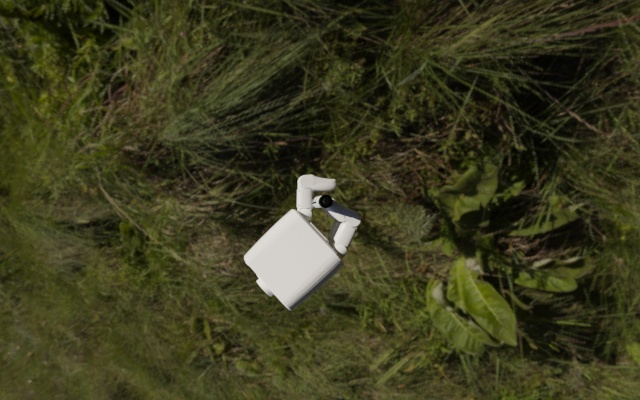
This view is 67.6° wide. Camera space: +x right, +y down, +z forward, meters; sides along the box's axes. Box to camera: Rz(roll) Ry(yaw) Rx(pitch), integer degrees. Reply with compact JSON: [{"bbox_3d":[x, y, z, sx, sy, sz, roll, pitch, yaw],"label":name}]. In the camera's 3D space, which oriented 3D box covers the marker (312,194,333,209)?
[{"bbox_3d":[0.000,0.002,0.691,0.020,0.020,0.121,0,-1,-8],"label":"marker"}]
